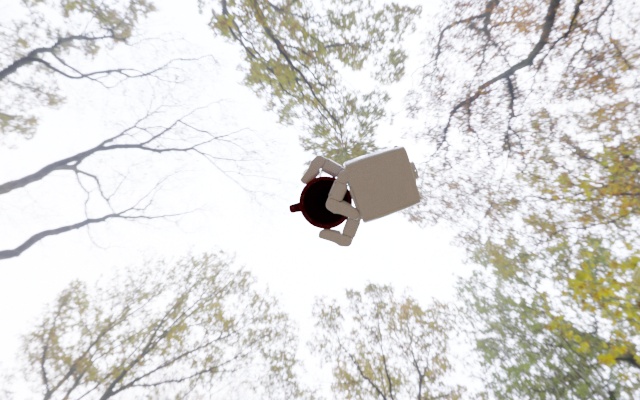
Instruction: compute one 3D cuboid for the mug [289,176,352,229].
[{"bbox_3d":[-0.001,0.003,0.869,0.117,0.093,0.081,-16,5,6],"label":"mug"}]
